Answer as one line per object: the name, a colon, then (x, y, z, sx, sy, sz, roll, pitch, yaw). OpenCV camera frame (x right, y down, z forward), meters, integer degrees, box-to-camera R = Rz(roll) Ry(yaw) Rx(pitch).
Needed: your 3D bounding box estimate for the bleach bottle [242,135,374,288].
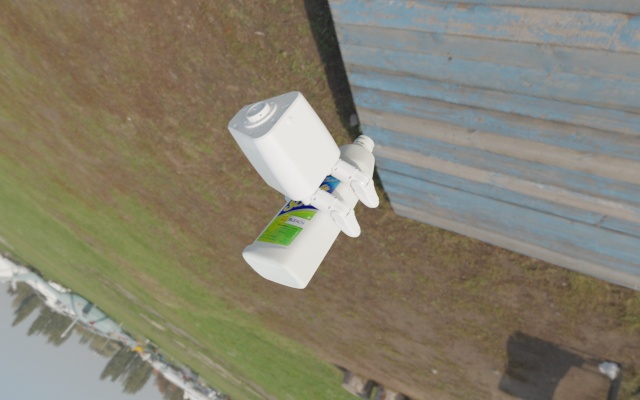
bleach bottle: (0.000, 0.002, 0.686, 0.102, 0.250, 0.068, 7, -37, 44)
